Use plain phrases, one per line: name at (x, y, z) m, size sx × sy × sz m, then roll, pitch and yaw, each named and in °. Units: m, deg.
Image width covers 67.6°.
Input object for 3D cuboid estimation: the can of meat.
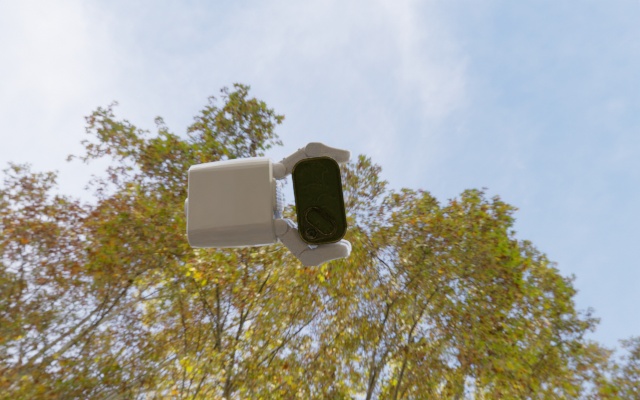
can of meat at (0.000, 0.002, 0.590) m, size 0.057 × 0.102 × 0.084 m, roll -7°, pitch -3°, yaw 2°
